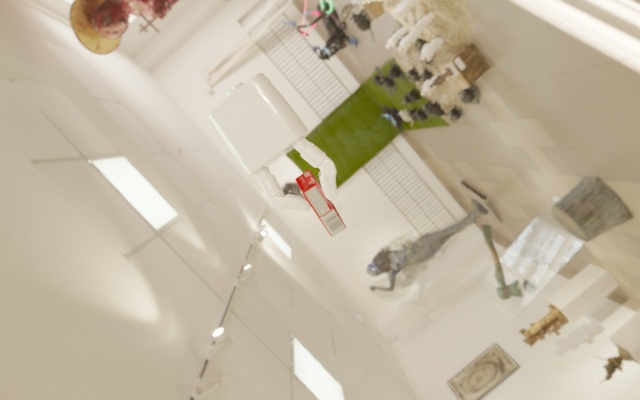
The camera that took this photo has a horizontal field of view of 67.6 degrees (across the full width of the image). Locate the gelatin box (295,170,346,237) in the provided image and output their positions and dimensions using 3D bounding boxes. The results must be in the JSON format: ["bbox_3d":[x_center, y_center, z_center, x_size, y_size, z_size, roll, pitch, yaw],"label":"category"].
[{"bbox_3d":[0.000,0.003,0.731,0.030,0.089,0.073,-33,21,1],"label":"gelatin box"}]
